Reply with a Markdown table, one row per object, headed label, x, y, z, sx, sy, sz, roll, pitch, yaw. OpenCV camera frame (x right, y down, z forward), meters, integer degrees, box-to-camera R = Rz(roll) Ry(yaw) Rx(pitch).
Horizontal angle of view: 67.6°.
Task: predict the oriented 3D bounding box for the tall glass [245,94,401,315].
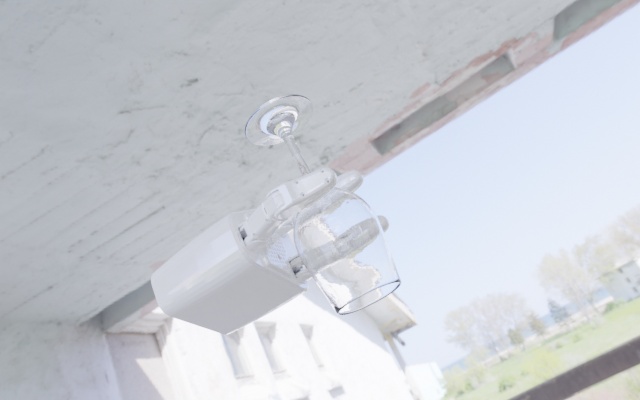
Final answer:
| label | x | y | z | sx | sy | sz | roll | pitch | yaw |
| --- | --- | --- | --- | --- | --- | --- | --- | --- | --- |
| tall glass | 0.000 | 0.001 | 0.442 | 0.079 | 0.201 | 0.079 | -23 | -23 | -10 |
